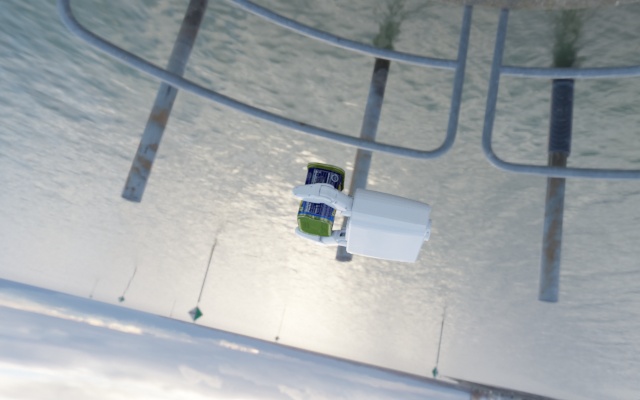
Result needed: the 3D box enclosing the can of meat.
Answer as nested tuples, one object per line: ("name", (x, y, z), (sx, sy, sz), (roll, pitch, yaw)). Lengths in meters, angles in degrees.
("can of meat", (0.000, 0.003, 0.711), (0.057, 0.084, 0.102), (11, -18, 5))
